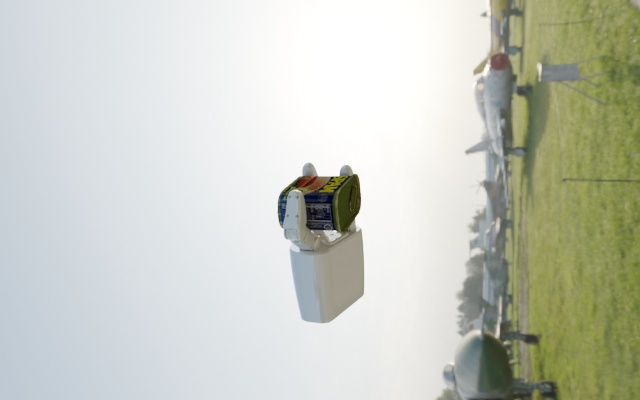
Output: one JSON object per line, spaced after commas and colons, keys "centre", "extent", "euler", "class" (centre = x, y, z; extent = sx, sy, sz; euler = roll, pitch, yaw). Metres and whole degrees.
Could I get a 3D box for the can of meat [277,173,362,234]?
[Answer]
{"centre": [0.000, 0.002, 0.629], "extent": [0.084, 0.057, 0.102], "euler": [1, 20, 21], "class": "can of meat"}
